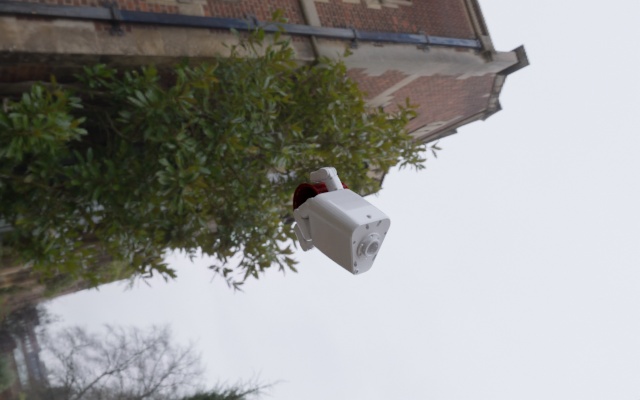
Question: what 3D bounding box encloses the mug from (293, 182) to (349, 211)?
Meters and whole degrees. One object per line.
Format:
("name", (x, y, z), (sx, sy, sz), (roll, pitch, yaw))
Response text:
("mug", (-0.001, 0.002, 0.900), (0.081, 0.093, 0.117), (-11, 33, -37))
